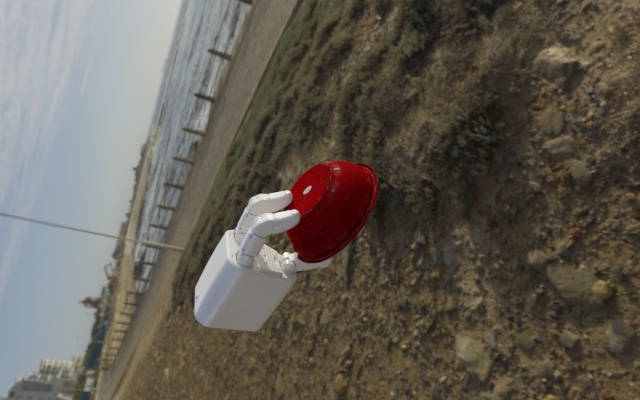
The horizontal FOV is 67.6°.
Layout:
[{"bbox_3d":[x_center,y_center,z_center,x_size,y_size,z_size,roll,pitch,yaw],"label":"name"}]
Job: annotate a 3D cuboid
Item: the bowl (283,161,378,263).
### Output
[{"bbox_3d":[0.001,0.001,0.649,0.055,0.162,0.162,38,-20,-28],"label":"bowl"}]
